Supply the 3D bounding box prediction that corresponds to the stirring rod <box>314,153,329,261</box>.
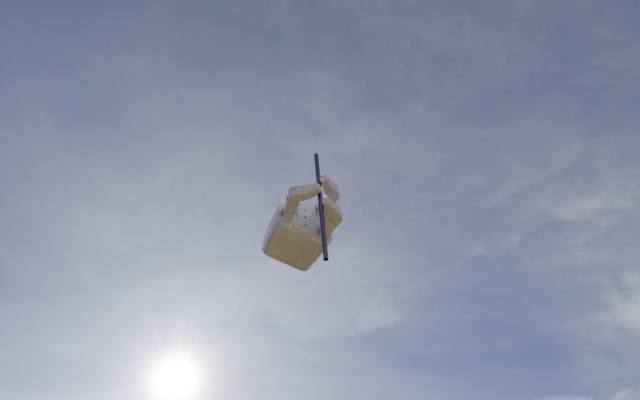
[{"bbox_3d":[0.000,0.003,0.824,0.011,0.239,0.011,-3,-42,-3],"label":"stirring rod"}]
